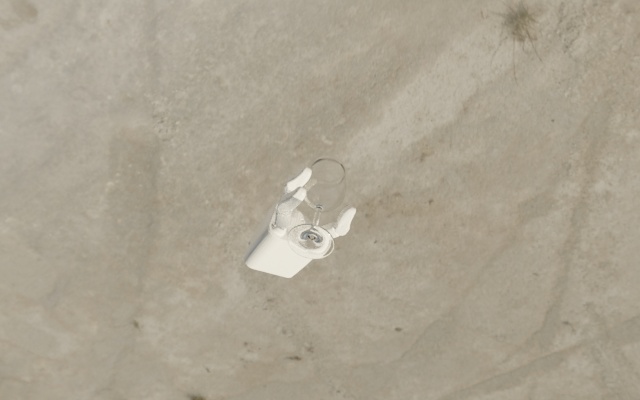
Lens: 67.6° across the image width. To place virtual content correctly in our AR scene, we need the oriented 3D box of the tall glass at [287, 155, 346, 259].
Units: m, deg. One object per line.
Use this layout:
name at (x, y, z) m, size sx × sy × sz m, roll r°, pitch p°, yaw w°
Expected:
tall glass at (0.000, 0.003, 0.813) m, size 0.079 × 0.079 × 0.201 m, roll 0°, pitch 39°, yaw 12°
